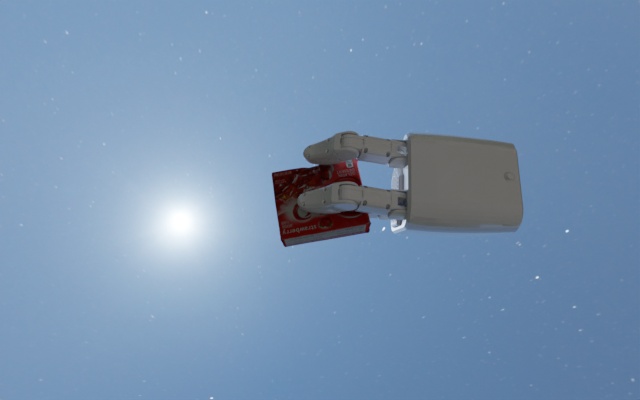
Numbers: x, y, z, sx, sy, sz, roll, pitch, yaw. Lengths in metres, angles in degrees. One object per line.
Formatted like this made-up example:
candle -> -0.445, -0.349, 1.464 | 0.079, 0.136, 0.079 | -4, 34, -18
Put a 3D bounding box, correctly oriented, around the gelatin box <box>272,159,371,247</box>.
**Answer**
gelatin box -> 0.000, 0.002, 0.478 | 0.089, 0.073, 0.030 | -10, -23, 0
